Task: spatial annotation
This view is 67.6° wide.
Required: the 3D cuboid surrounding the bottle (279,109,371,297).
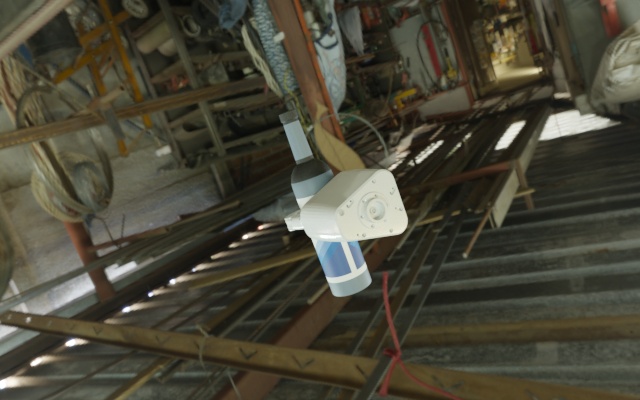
[{"bbox_3d":[0.000,0.003,0.743,0.069,0.296,0.069,-20,9,3],"label":"bottle"}]
